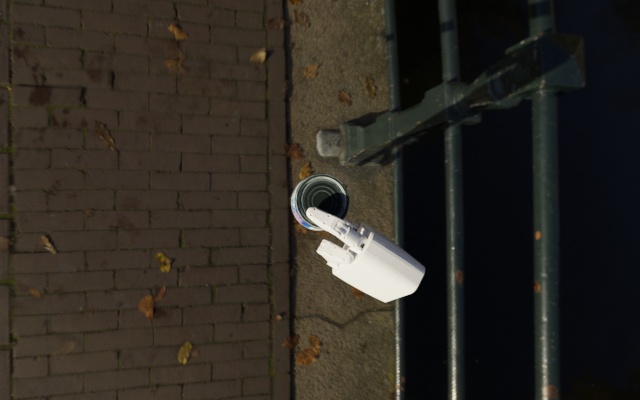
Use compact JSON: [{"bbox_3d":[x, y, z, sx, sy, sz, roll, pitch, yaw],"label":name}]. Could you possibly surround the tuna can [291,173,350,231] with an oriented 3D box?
[{"bbox_3d":[0.000,0.002,0.724,0.086,0.086,0.034,0,-6,-12],"label":"tuna can"}]
